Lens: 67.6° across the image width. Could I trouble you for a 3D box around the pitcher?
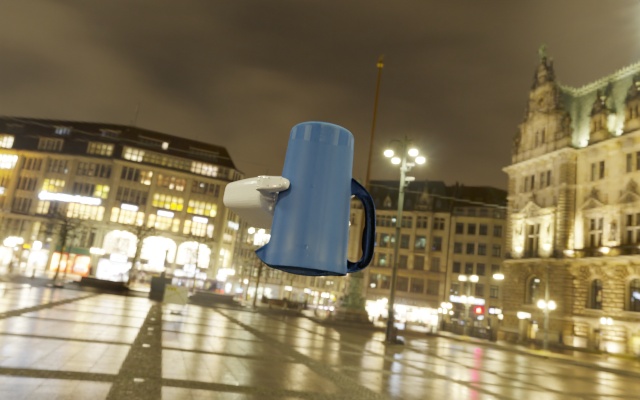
[{"bbox_3d":[0.000,0.003,0.780,0.145,0.242,0.149,-4,-16,42],"label":"pitcher"}]
